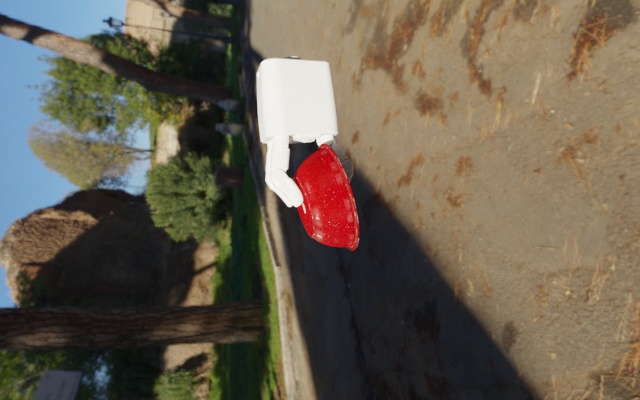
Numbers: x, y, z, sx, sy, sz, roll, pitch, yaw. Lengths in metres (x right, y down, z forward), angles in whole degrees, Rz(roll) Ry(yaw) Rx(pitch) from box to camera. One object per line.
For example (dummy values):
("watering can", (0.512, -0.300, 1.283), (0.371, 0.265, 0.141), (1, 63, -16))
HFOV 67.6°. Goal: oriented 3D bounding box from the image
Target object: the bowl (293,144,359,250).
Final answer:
("bowl", (0.000, 0.004, 0.691), (0.055, 0.162, 0.162), (-17, 4, -13))
